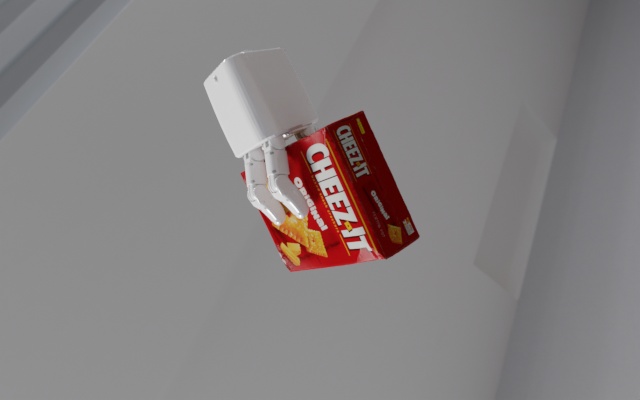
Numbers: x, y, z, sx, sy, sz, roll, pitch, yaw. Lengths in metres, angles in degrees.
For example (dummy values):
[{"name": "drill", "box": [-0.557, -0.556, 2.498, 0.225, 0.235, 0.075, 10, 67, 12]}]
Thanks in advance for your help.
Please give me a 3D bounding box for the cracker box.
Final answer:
[{"name": "cracker box", "box": [0.000, 0.002, 0.615, 0.072, 0.164, 0.214, -29, 6, -35]}]
